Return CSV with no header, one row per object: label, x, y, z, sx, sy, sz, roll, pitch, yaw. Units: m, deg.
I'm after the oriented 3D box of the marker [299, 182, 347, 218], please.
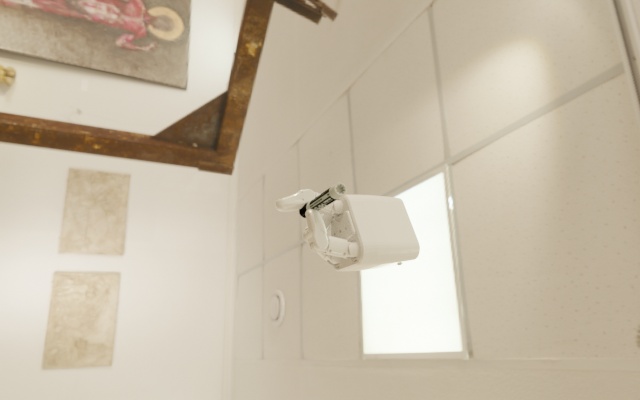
marker,0.000,0.002,0.661,0.020,0.020,0.121,0,-16,-26
